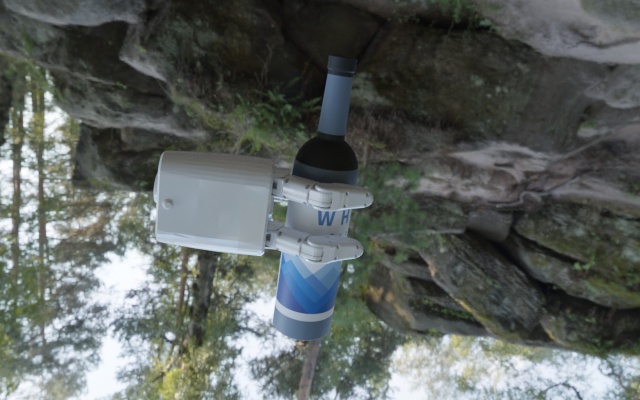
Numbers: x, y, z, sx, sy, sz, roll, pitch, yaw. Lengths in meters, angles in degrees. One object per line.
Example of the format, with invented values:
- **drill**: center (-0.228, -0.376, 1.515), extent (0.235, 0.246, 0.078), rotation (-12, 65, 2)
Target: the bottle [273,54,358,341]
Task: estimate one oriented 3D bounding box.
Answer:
- **bottle**: center (0.000, 0.002, 0.498), extent (0.069, 0.296, 0.069), rotation (8, 18, -3)
